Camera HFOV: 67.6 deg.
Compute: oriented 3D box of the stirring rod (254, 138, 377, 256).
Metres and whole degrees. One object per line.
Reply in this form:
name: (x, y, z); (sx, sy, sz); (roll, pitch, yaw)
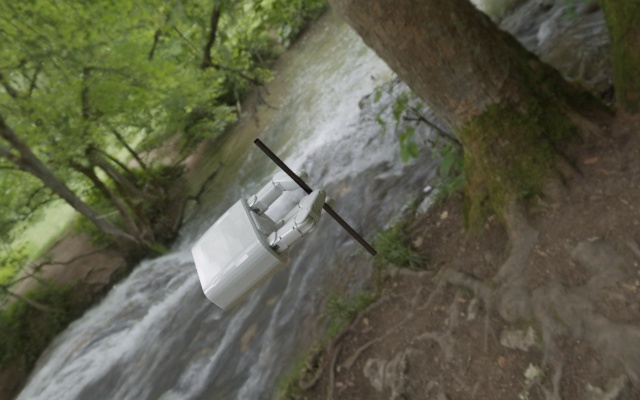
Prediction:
stirring rod: (0.000, 0.002, 0.626); (0.240, 0.011, 0.011); (44, -24, -28)
